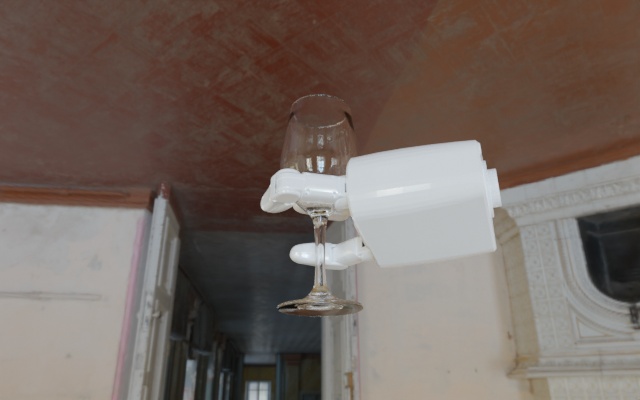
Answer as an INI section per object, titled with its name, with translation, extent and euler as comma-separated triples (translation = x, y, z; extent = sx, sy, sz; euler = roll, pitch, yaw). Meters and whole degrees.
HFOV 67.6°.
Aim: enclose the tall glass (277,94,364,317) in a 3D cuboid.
[tall glass]
translation = 0.000, 0.002, 0.447
extent = 0.079, 0.201, 0.079
euler = 0, -23, 0
